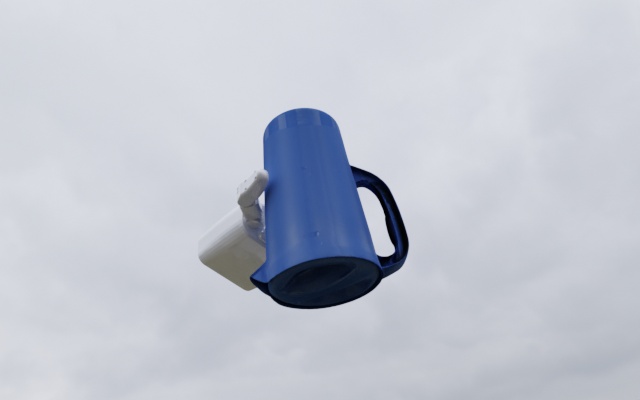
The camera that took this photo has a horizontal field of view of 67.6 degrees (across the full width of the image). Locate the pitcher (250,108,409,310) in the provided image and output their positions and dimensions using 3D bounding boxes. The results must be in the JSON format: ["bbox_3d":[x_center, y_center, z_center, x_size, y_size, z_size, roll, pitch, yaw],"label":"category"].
[{"bbox_3d":[0.000,0.002,0.601,0.149,0.242,0.145,23,-46,-39],"label":"pitcher"}]
